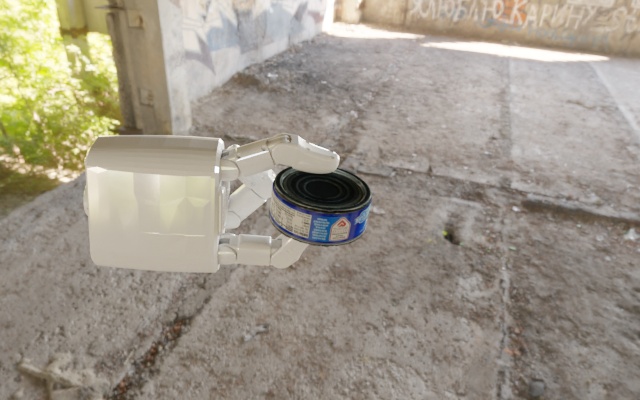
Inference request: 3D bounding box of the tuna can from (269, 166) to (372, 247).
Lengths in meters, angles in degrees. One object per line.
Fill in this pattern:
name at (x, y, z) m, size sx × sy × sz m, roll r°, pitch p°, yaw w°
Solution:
tuna can at (0.000, 0.001, 0.407) m, size 0.086 × 0.034 × 0.086 m, roll 7°, pitch 29°, yaw -4°
